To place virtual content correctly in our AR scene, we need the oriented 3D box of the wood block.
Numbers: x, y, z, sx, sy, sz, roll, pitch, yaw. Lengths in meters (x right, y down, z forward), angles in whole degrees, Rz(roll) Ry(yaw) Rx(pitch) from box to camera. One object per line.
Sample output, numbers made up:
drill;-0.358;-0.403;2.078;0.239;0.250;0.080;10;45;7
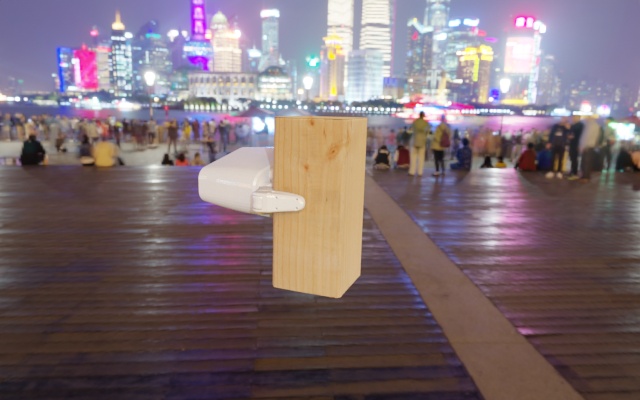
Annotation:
wood block;0.000;0.002;0.587;0.090;0.206;0.091;6;12;21
